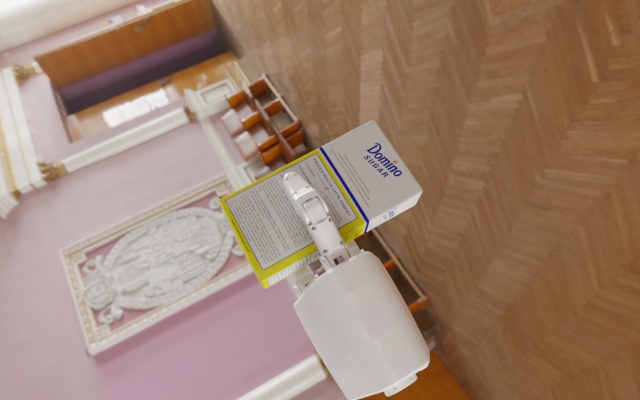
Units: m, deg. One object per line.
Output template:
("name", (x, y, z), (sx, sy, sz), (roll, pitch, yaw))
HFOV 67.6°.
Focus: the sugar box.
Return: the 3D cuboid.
("sugar box", (0.000, 0.002, 0.469), (0.176, 0.093, 0.048), (-27, -18, -12))
